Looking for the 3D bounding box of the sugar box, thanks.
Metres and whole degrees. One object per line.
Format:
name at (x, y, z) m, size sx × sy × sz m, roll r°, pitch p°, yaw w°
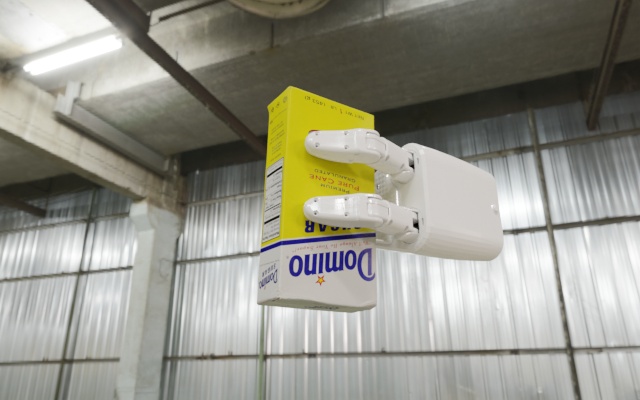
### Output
sugar box at (0.000, 0.001, 0.402) m, size 0.093 × 0.176 × 0.048 m, roll 12°, pitch -24°, yaw -30°
